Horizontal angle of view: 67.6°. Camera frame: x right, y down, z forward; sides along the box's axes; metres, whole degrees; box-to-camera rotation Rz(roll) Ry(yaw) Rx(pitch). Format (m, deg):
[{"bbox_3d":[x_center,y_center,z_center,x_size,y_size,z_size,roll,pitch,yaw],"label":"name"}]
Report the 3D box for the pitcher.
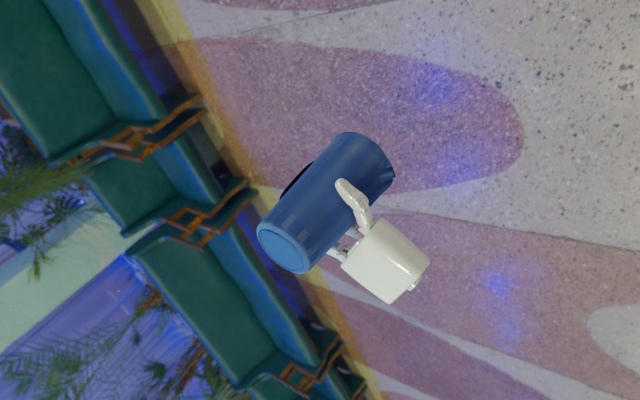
[{"bbox_3d":[0.000,0.003,0.806,0.242,0.145,0.149,-47,-5,-31],"label":"pitcher"}]
